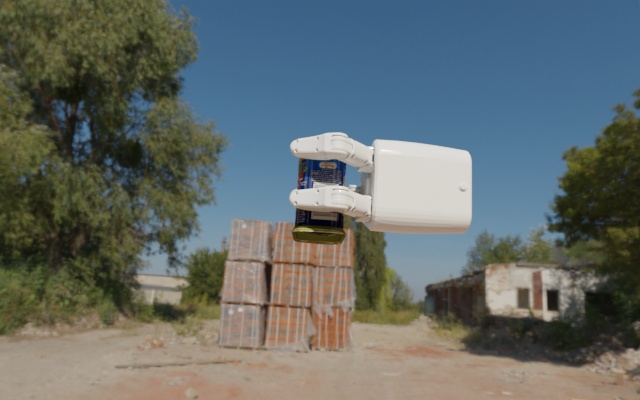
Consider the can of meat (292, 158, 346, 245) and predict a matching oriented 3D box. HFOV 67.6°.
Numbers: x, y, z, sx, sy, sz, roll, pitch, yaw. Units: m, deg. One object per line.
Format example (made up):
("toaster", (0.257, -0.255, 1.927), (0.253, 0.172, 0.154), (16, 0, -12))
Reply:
("can of meat", (0.000, 0.001, 0.537), (0.057, 0.084, 0.102), (4, -12, 0))
